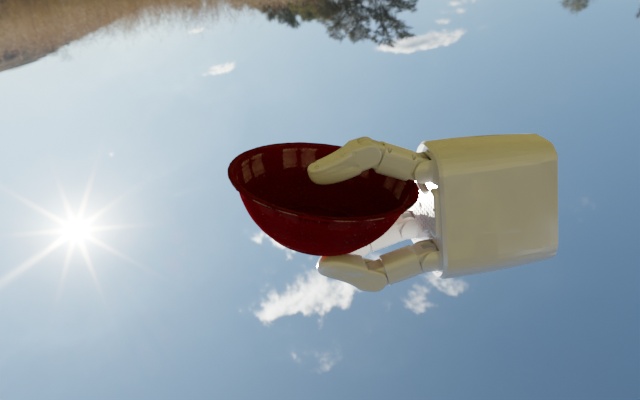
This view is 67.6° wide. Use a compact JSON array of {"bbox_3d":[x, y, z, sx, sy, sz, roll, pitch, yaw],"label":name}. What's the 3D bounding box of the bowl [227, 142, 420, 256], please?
[{"bbox_3d":[-0.001,0.002,0.415,0.162,0.055,0.162,6,25,-3],"label":"bowl"}]
